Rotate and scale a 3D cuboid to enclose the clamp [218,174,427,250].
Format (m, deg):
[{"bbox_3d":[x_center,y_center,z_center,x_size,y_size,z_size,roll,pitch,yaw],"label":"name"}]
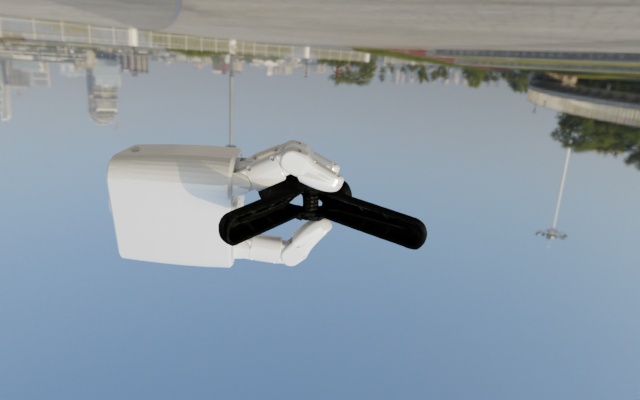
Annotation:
[{"bbox_3d":[0.000,0.002,0.454,0.164,0.036,0.210,5,15,-5],"label":"clamp"}]
